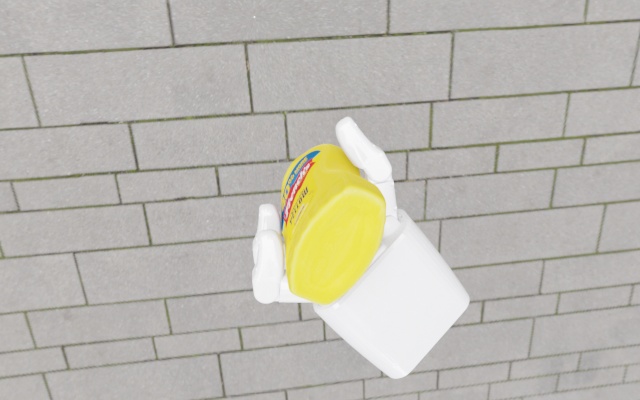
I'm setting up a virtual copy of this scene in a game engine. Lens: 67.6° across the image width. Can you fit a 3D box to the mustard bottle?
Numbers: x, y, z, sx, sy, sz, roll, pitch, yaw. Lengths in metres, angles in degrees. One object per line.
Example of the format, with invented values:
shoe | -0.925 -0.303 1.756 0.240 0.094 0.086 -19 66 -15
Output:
mustard bottle | 0.000 0.001 0.418 0.058 0.096 0.191 22 16 -15
